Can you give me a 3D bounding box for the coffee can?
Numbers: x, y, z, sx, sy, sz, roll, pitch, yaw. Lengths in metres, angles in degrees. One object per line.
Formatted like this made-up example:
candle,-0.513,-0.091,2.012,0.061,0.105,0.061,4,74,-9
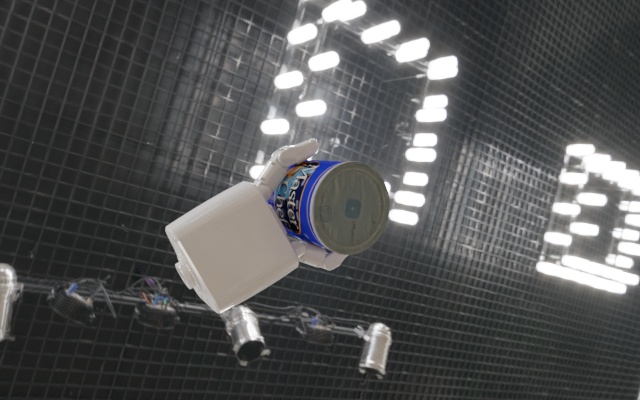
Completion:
coffee can,0.000,0.002,0.577,0.103,0.103,0.140,0,6,-31
